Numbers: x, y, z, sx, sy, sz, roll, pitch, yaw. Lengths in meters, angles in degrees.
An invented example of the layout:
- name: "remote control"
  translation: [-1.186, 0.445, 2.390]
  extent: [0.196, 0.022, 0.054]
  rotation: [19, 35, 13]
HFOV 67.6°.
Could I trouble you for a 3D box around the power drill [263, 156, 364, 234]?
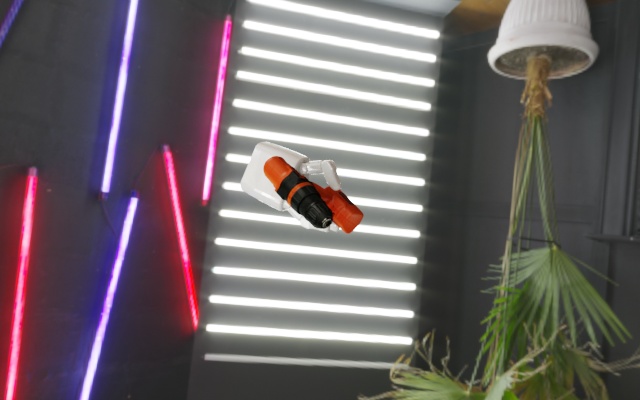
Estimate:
- name: "power drill"
  translation: [0.000, 0.003, 0.863]
  extent: [0.188, 0.057, 0.184]
  rotation: [28, 16, -51]
